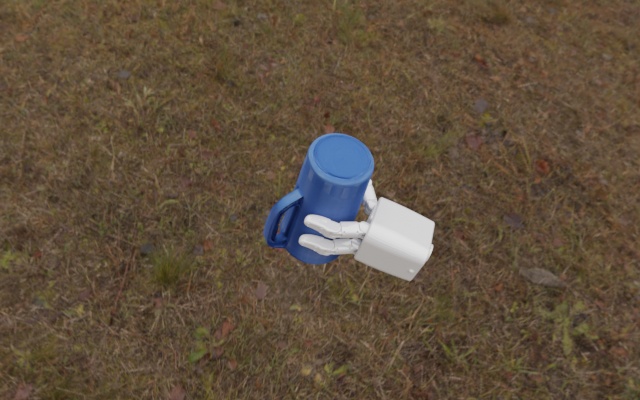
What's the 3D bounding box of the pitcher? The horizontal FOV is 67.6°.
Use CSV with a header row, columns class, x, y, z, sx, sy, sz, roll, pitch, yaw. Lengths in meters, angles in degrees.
class,x,y,z,sx,sy,sz,roll,pitch,yaw
pitcher,0.000,0.003,0.832,0.145,0.149,0.243,25,-37,4
